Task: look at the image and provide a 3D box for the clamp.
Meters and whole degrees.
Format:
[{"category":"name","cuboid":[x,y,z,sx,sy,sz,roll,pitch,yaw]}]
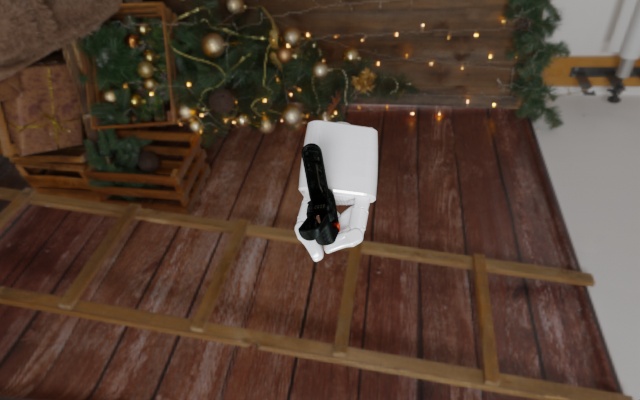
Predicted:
[{"category":"clamp","cuboid":[0.001,0.002,0.625,0.039,0.120,0.171,4,-12,9]}]
